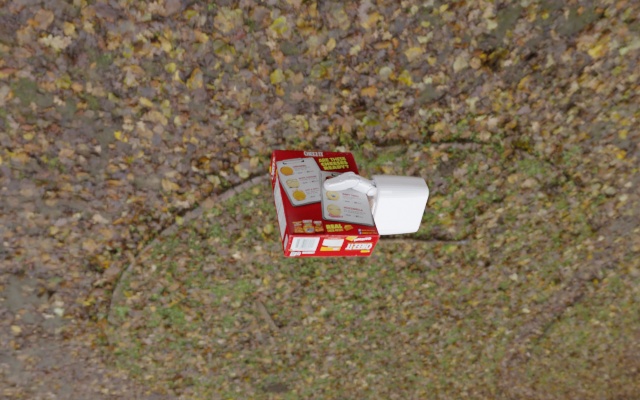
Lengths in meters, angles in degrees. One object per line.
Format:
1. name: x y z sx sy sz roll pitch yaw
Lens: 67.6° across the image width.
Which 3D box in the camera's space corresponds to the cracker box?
1. cracker box: 0.000 0.003 0.888 0.164 0.213 0.072 1 -43 -17
